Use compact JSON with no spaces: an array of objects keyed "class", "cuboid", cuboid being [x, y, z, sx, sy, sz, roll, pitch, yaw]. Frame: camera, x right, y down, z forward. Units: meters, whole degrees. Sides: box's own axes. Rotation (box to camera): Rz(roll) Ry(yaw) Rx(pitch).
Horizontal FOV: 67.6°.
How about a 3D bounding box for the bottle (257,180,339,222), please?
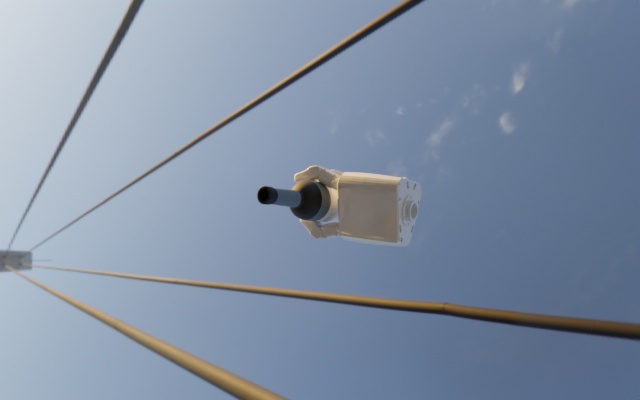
[{"class":"bottle","cuboid":[0.000,0.003,0.818,0.069,0.069,0.296,0,-4,34]}]
